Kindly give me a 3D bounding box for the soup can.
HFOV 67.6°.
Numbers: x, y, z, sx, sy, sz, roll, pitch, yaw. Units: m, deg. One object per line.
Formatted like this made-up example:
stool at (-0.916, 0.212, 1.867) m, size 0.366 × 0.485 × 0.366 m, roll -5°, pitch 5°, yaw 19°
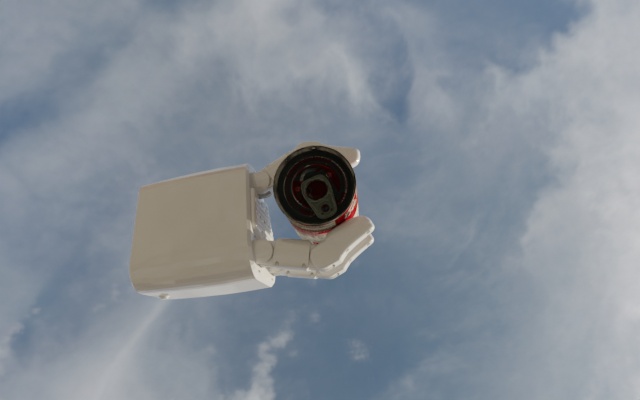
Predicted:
soup can at (0.001, 0.001, 0.432) m, size 0.068 × 0.068 × 0.102 m, roll 0°, pitch -17°, yaw 6°
